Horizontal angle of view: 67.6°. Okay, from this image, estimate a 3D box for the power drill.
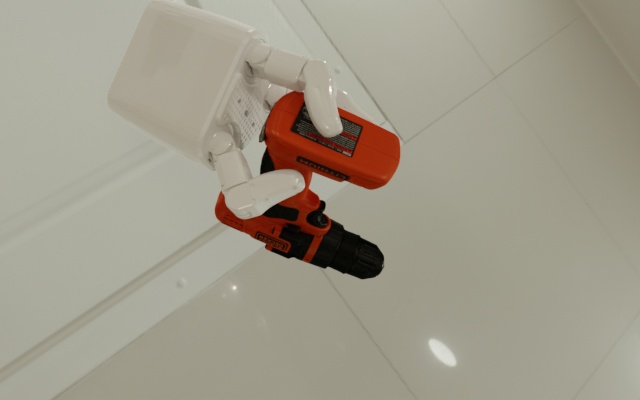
[{"bbox_3d":[0.000,0.001,0.434,0.184,0.057,0.188,22,-36,-6],"label":"power drill"}]
